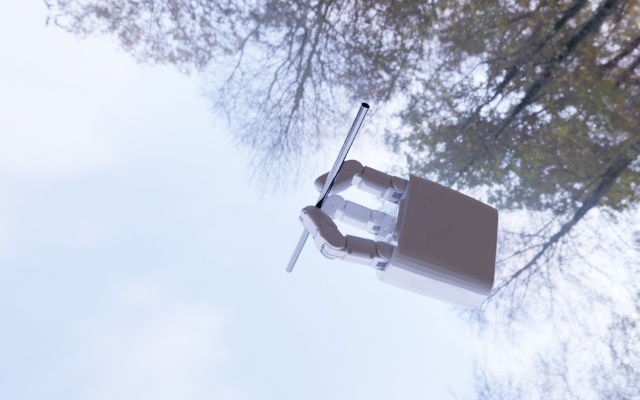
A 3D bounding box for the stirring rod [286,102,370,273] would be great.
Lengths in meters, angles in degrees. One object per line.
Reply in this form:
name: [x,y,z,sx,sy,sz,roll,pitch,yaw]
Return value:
stirring rod: [0.000,0.002,0.473,0.011,0.011,0.240,0,-41,-24]
